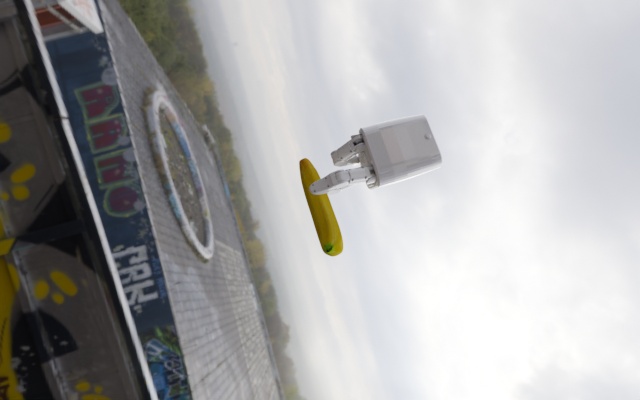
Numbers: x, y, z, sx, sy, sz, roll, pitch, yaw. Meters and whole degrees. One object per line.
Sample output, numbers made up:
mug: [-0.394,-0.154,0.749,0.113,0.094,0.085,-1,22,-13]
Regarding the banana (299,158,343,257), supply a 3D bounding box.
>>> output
banana: [0.003,0.017,0.741,0.037,0.197,0.070,-15,-43,-5]
